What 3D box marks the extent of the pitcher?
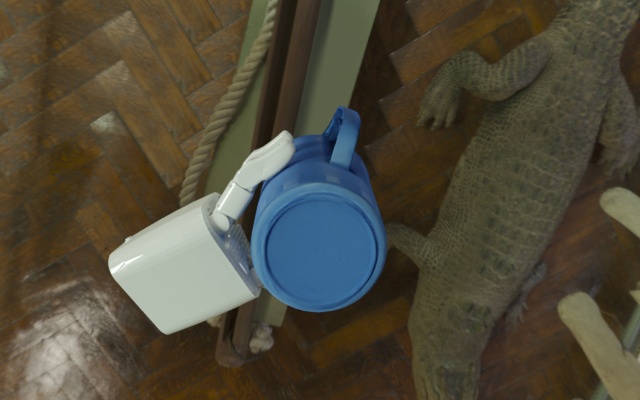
[{"bbox_3d":[0.000,0.002,0.480,0.145,0.149,0.242,-24,13,4],"label":"pitcher"}]
